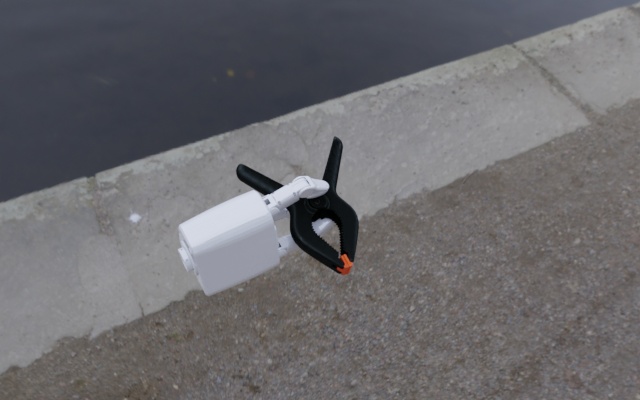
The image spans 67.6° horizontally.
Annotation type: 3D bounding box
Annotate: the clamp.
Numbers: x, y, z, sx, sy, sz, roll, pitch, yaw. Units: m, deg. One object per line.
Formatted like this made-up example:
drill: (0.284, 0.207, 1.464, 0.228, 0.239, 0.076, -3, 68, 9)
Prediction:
clamp: (0.000, 0.002, 0.662, 0.164, 0.210, 0.036, -26, -24, -20)
